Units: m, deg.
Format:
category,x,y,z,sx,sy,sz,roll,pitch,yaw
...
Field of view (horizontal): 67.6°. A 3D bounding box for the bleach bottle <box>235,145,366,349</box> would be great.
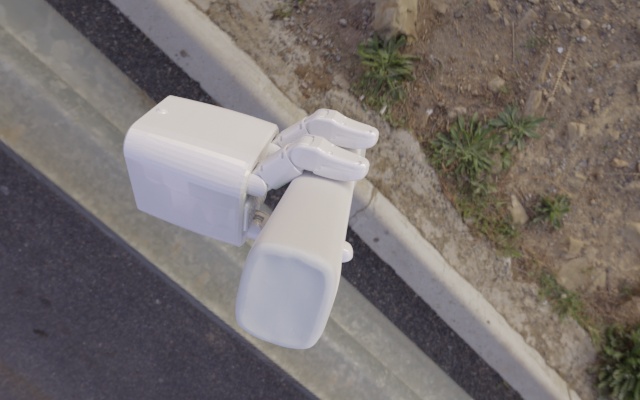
category,x,y,z,sx,sy,sz,roll,pitch,yaw
bleach bottle,0.000,0.001,0.430,0.068,0.103,0.250,18,35,2
